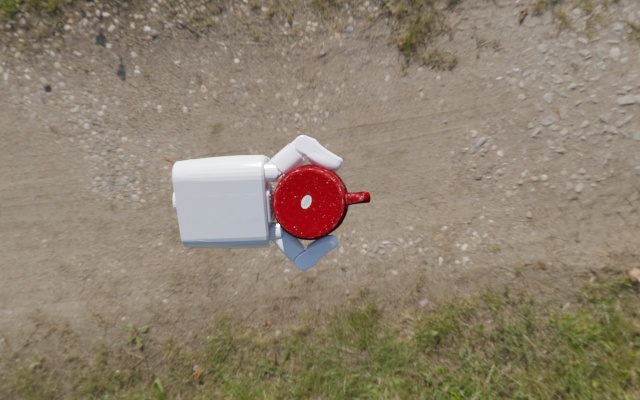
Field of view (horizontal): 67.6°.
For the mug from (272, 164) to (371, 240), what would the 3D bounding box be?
[{"bbox_3d":[0.002,0.002,0.557,0.117,0.093,0.081,-2,2,2],"label":"mug"}]
